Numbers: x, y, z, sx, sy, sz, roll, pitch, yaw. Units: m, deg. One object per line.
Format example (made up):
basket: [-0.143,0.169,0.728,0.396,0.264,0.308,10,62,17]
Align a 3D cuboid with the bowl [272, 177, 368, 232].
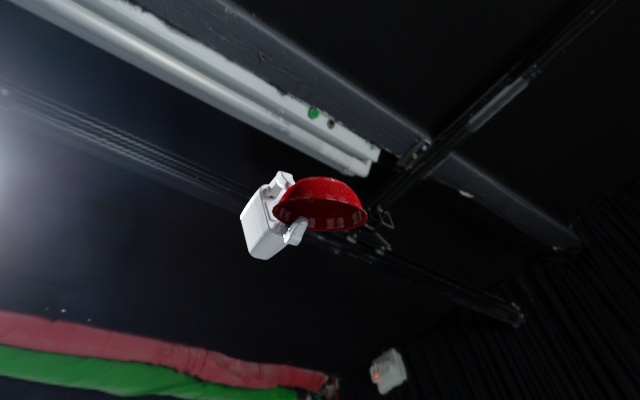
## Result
bowl: [0.001,0.002,0.812,0.162,0.055,0.162,4,-21,1]
